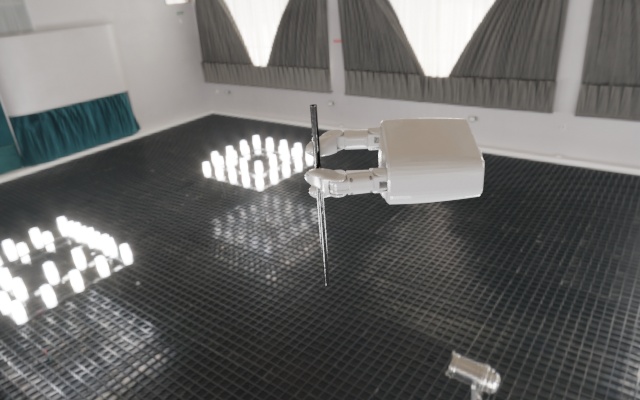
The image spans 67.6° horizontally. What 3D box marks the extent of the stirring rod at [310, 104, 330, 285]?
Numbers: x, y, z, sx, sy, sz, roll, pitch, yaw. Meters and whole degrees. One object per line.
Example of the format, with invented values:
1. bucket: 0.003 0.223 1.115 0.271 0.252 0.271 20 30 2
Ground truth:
1. stirring rod: 0.000 0.002 0.586 0.011 0.240 0.011 -4 25 2
